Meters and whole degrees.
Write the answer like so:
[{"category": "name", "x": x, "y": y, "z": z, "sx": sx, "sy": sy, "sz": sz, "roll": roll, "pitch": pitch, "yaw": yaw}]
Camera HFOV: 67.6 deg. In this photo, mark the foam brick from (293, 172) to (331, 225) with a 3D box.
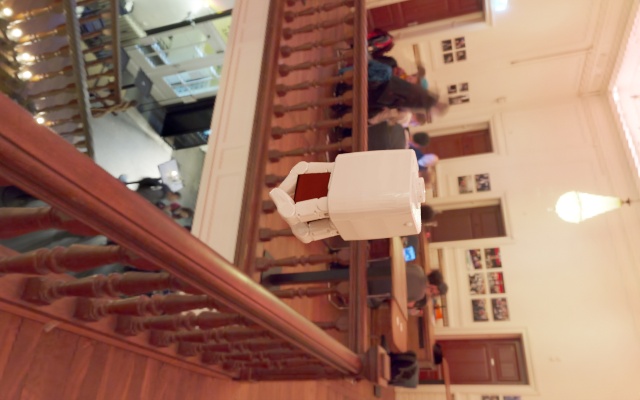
[{"category": "foam brick", "x": 0.000, "y": 0.002, "z": 0.677, "sx": 0.051, "sy": 0.053, "sz": 0.078, "roll": -2, "pitch": -29, "yaw": 18}]
